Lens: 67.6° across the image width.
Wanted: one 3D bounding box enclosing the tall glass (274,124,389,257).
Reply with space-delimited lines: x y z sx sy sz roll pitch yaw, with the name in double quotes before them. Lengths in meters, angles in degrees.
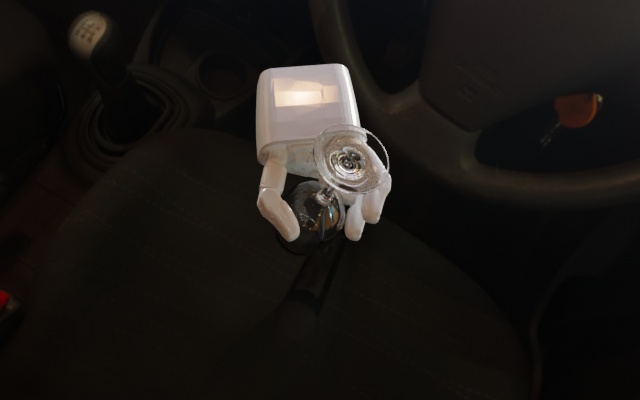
"tall glass" 0.000 0.002 0.522 0.079 0.079 0.201 0 -25 -19
